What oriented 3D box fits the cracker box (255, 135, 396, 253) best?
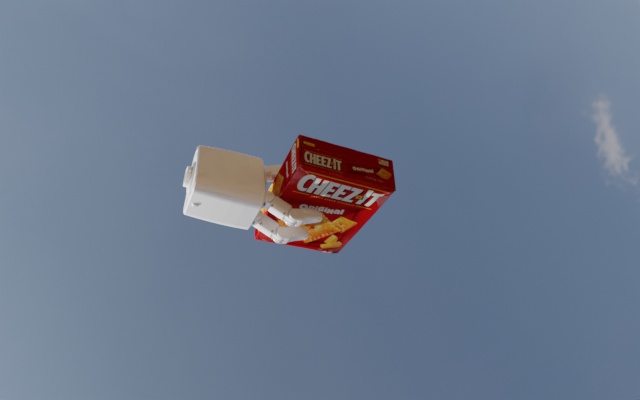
[{"bbox_3d":[0.000,0.003,0.794,0.164,0.072,0.214,13,-38,-21],"label":"cracker box"}]
